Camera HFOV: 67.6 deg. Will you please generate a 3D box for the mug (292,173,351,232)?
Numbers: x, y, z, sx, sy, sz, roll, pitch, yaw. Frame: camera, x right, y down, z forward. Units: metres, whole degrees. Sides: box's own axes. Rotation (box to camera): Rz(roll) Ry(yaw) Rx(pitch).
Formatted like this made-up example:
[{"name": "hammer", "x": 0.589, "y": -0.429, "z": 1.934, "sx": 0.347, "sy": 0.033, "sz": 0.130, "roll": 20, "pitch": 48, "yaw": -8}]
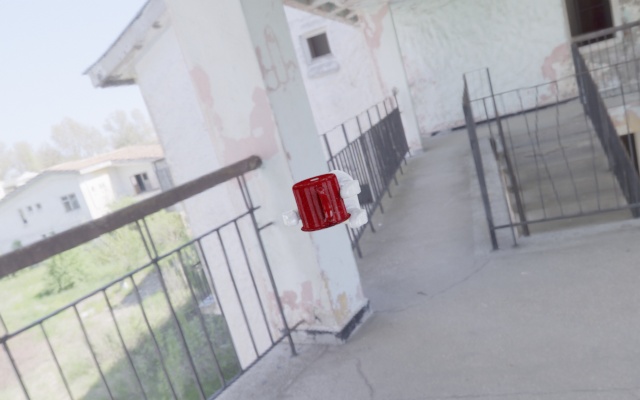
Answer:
[{"name": "mug", "x": 0.000, "y": 0.003, "z": 0.825, "sx": 0.093, "sy": 0.081, "sz": 0.117, "roll": -17, "pitch": 10, "yaw": -4}]
